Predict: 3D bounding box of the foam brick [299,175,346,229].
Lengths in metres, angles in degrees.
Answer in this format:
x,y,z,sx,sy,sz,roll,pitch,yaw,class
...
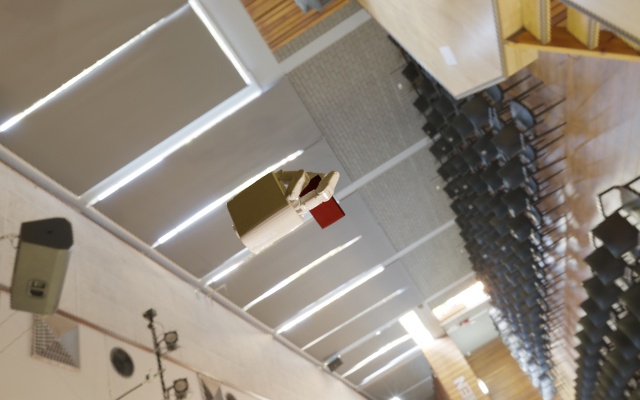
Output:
x,y,z,sx,sy,sz,roll,pitch,yaw,class
0.000,0.003,0.876,0.051,0.078,0.053,-34,35,2,foam brick
